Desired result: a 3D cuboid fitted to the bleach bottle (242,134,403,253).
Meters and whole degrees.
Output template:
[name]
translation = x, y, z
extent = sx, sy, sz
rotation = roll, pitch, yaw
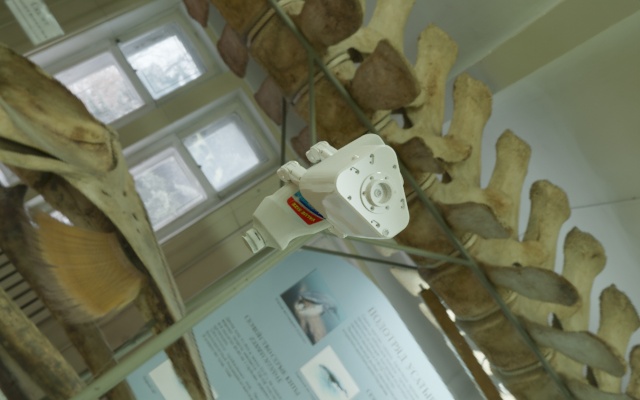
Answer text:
[bleach bottle]
translation = 0.000, 0.002, 0.707
extent = 0.251, 0.102, 0.068
rotation = -34, 14, -19
